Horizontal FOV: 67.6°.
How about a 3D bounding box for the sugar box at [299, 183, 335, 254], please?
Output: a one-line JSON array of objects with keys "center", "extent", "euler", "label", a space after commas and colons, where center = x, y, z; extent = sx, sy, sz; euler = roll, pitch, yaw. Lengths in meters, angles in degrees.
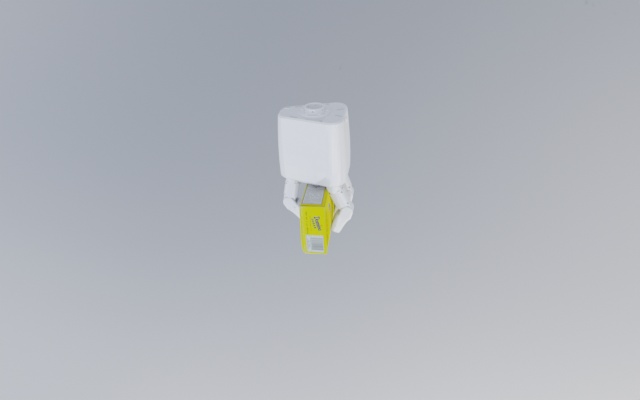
[{"center": [0.001, 0.003, 0.811], "extent": [0.048, 0.093, 0.176], "euler": [3, 32, 9], "label": "sugar box"}]
